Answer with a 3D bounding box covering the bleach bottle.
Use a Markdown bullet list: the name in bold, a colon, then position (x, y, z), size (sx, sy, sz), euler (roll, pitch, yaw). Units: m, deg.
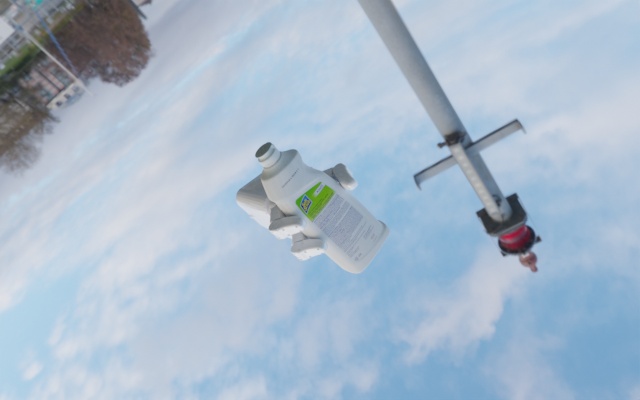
- **bleach bottle**: position (0.000, 0.002, 0.710), size (0.068, 0.102, 0.251), euler (15, -27, 53)
